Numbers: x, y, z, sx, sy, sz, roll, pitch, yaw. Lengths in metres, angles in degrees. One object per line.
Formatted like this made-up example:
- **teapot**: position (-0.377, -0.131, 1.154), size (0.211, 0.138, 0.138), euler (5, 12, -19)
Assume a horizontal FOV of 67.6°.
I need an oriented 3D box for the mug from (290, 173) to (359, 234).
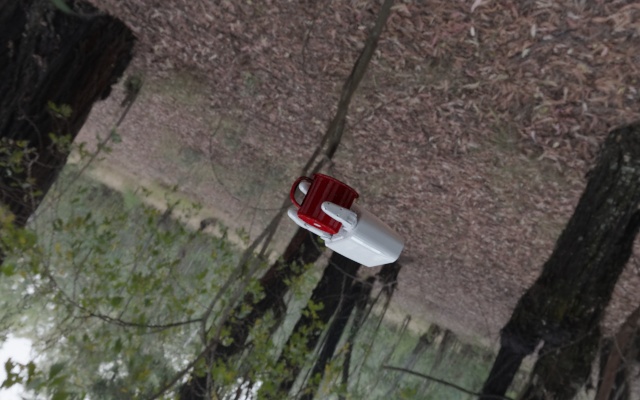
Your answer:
- **mug**: position (-0.001, 0.002, 0.846), size (0.117, 0.081, 0.093), euler (29, -11, -18)
